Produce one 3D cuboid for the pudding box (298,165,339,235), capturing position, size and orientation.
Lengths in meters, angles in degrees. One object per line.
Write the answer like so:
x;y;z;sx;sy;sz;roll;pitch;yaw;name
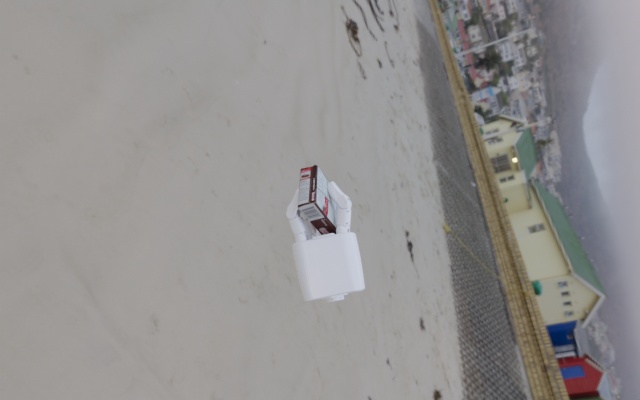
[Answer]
0.000;0.003;0.888;0.039;0.090;0.114;-14;-39;20;pudding box
